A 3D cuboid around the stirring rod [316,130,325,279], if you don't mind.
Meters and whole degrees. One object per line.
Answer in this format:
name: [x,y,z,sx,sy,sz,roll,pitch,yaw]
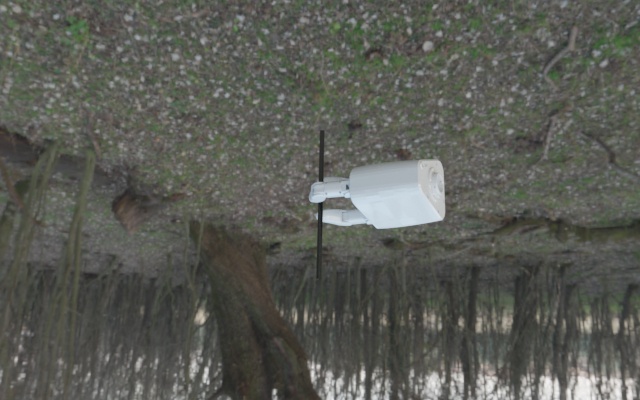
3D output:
stirring rod: [0.000,0.002,0.756,0.011,0.239,0.011,1,-14,0]
